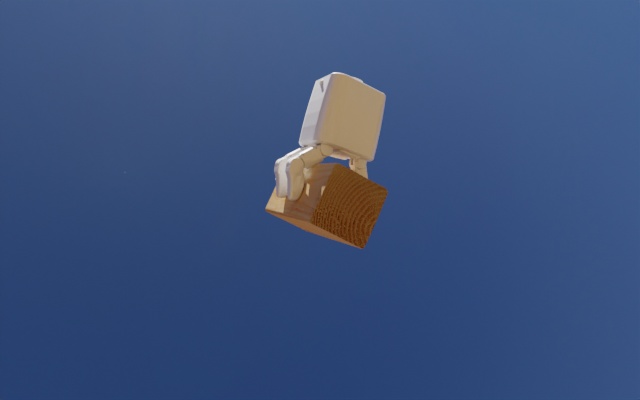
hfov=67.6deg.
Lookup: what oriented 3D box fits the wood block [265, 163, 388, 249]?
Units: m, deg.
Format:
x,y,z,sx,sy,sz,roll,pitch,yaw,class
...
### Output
x,y,z,sx,sy,sz,roll,pitch,yaw,class
0.000,0.002,0.723,0.091,0.090,0.206,26,-7,-21,wood block
